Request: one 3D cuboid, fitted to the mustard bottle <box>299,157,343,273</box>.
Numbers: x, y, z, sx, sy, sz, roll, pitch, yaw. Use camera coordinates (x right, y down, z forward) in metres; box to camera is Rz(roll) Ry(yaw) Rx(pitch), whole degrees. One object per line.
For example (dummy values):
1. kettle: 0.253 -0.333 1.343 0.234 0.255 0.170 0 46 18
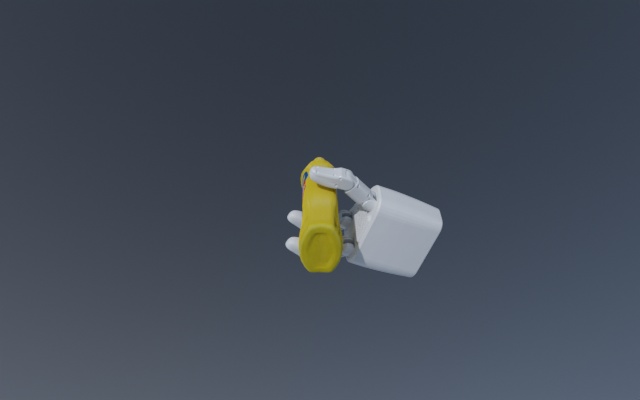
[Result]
1. mustard bottle: 0.000 0.002 0.683 0.058 0.096 0.191 -1 42 1
